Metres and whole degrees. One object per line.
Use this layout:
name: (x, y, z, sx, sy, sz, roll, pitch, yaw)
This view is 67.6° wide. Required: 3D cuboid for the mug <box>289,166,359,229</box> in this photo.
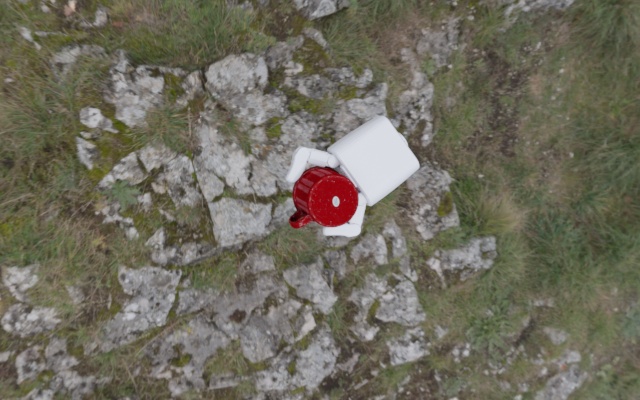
mug: (-0.001, 0.003, 0.740, 0.117, 0.093, 0.081, -37, 16, -7)
